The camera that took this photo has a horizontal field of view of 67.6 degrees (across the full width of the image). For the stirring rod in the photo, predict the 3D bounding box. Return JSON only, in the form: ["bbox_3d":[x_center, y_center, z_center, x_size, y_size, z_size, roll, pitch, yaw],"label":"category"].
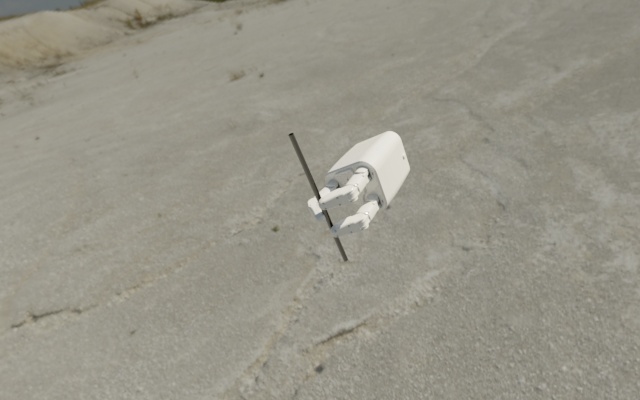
[{"bbox_3d":[0.000,0.002,0.736,0.011,0.240,0.011,-18,30,10],"label":"stirring rod"}]
